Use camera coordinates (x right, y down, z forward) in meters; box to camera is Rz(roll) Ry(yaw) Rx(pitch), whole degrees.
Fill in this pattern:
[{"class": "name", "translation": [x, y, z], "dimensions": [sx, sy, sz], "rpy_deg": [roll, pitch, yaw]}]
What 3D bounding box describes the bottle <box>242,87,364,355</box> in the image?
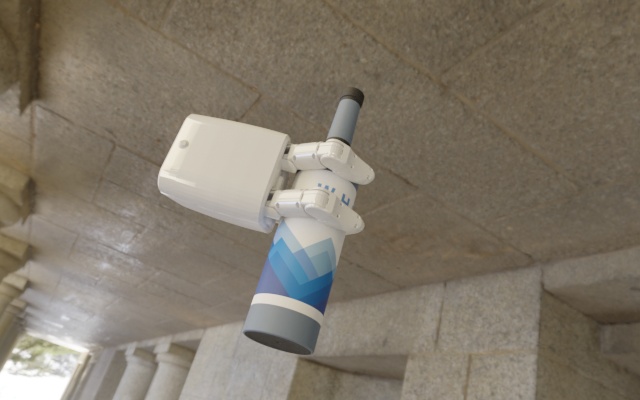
[{"class": "bottle", "translation": [0.000, 0.002, 0.490], "dimensions": [0.069, 0.295, 0.069], "rpy_deg": [13, -27, 7]}]
